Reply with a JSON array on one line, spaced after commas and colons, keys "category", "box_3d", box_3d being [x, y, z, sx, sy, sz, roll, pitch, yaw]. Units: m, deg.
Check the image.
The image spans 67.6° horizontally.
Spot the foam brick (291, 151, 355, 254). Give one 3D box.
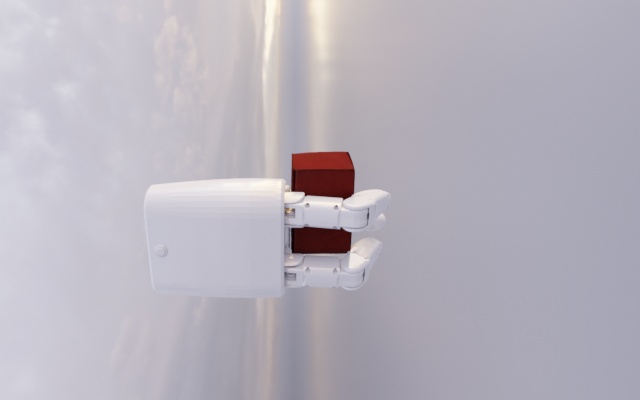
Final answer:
[{"category": "foam brick", "box_3d": [0.000, 0.001, 0.412, 0.051, 0.078, 0.053, 1, 20, -4]}]
